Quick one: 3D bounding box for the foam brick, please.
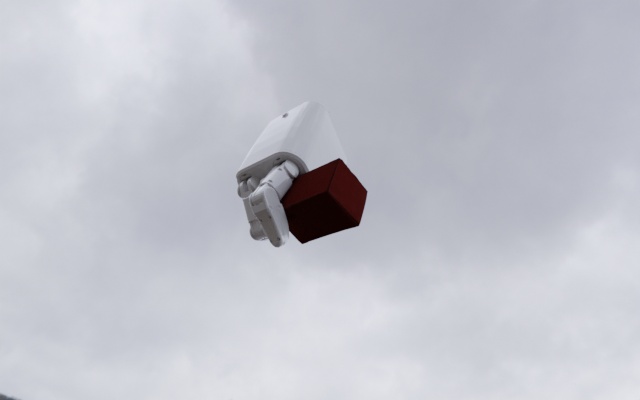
[{"bbox_3d":[0.000,0.002,0.487,0.078,0.051,0.053,-20,-57,36],"label":"foam brick"}]
